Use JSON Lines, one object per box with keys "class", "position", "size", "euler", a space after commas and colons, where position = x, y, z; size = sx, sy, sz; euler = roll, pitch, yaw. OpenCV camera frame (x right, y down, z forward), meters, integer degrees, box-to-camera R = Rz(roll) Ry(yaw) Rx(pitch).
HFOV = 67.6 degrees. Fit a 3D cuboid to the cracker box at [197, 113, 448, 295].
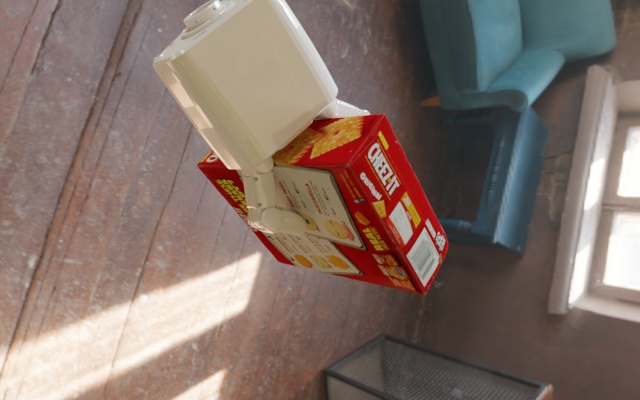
{"class": "cracker box", "position": [0.000, 0.002, 0.480], "size": [0.213, 0.072, 0.164], "euler": [5, -41, 45]}
